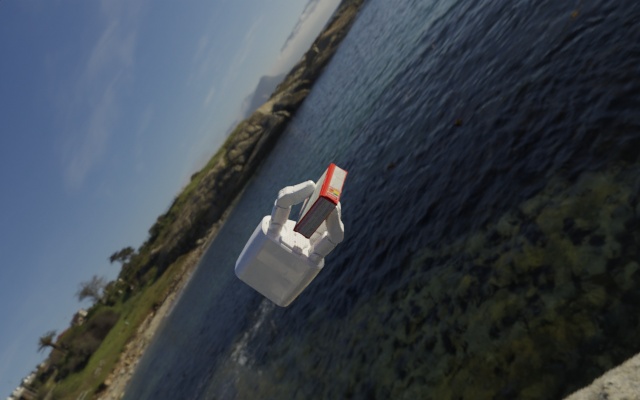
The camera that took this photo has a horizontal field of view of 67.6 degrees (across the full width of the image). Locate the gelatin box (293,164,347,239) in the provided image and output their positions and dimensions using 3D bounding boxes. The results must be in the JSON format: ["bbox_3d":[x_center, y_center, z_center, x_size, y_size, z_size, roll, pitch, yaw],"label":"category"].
[{"bbox_3d":[0.000,0.002,0.680,0.030,0.073,0.089,30,-48,-9],"label":"gelatin box"}]
